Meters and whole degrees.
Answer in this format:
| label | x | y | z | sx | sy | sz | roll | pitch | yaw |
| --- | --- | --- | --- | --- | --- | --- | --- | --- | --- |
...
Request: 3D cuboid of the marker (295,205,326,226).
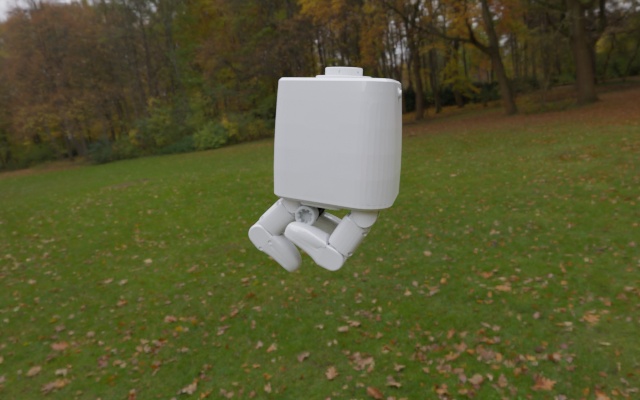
| label | x | y | z | sx | sy | sz | roll | pitch | yaw |
| --- | --- | --- | --- | --- | --- | --- | --- | --- | --- |
| marker | 0.000 | 0.002 | 0.478 | 0.020 | 0.020 | 0.121 | 0 | 12 | 14 |
